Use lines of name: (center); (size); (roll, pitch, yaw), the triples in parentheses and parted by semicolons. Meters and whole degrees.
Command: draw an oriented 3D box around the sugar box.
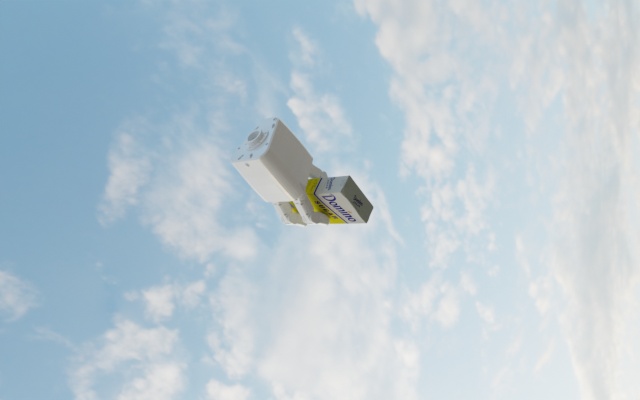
sugar box: (0.000, 0.003, 0.886); (0.176, 0.048, 0.093); (-1, -39, 42)
